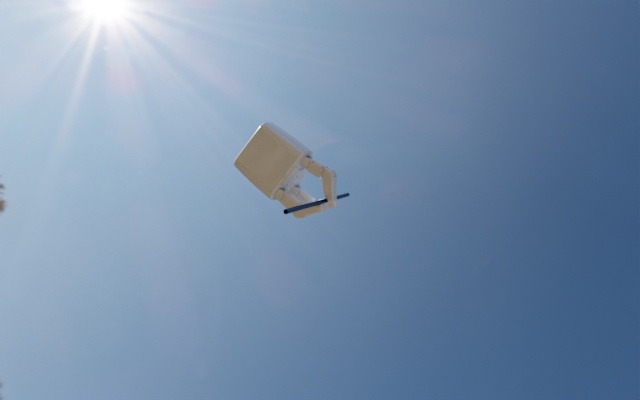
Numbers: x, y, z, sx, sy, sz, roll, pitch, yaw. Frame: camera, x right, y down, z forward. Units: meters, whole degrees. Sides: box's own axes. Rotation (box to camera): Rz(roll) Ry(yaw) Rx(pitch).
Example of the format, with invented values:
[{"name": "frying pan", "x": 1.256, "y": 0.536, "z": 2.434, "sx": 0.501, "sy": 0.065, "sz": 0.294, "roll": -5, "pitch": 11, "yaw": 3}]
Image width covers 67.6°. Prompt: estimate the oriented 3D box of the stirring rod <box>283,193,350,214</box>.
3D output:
[{"name": "stirring rod", "x": 0.000, "y": 0.003, "z": 0.843, "sx": 0.011, "sy": 0.011, "sz": 0.239, "roll": 0, "pitch": 7, "yaw": 27}]
